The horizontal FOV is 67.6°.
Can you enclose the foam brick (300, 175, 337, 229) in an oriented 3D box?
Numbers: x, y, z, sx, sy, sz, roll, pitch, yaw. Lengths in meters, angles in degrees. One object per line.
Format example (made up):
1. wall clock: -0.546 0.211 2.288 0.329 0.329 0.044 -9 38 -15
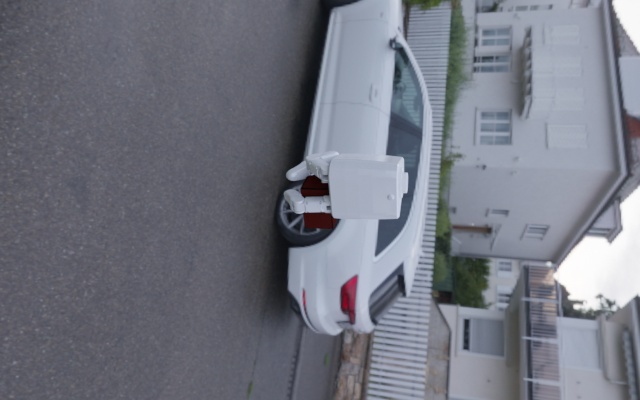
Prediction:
1. foam brick: 0.000 0.003 0.806 0.051 0.078 0.053 2 30 13
